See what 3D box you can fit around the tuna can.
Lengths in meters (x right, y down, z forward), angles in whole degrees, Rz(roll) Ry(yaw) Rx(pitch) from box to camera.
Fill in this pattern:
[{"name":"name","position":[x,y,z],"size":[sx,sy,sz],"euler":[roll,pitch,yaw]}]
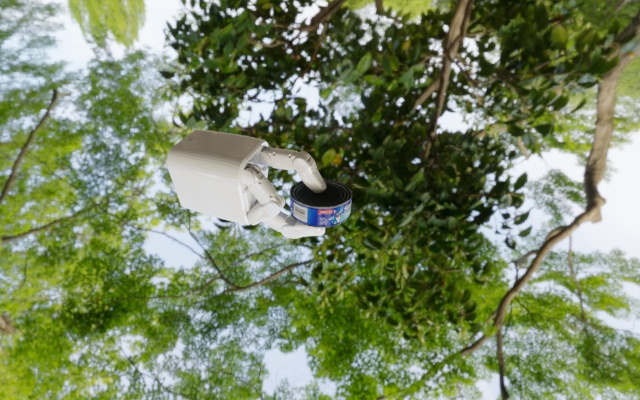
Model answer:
[{"name":"tuna can","position":[0.000,0.003,0.659],"size":[0.086,0.034,0.086],"euler":[2,29,-1]}]
